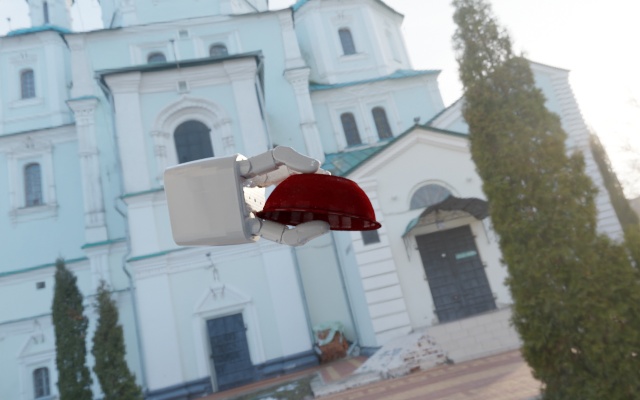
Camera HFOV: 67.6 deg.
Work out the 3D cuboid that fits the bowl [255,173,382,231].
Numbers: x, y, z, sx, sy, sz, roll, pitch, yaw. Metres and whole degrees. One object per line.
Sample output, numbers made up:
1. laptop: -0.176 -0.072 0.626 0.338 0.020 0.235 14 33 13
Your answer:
1. bowl: 0.001 0.002 0.614 0.162 0.055 0.162 6 -10 1
